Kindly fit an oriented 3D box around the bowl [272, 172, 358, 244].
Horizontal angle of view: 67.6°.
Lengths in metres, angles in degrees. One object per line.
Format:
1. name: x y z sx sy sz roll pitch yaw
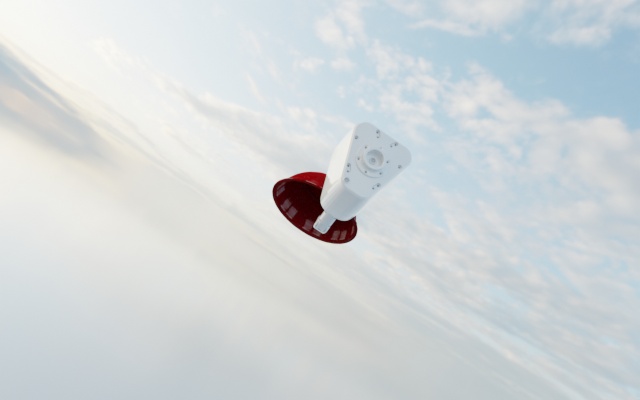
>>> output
1. bowl: 0.000 0.003 0.813 0.162 0.055 0.162 22 -33 16
